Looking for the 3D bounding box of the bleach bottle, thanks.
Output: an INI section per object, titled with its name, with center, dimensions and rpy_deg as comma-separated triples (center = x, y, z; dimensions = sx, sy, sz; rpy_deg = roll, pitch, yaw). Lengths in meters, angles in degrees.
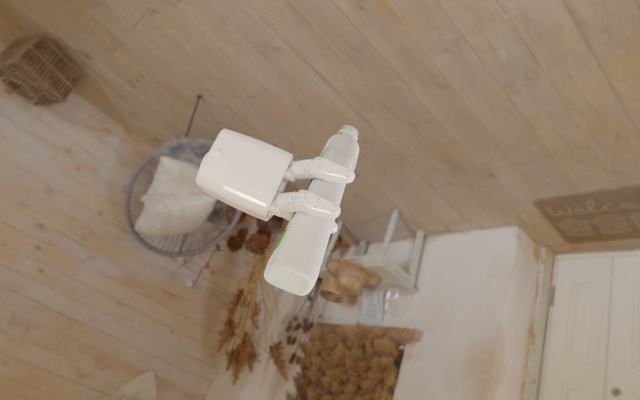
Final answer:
[bleach bottle]
center = 0.000, 0.002, 0.679
dimensions = 0.068, 0.250, 0.103
rpy_deg = 23, -26, -2
